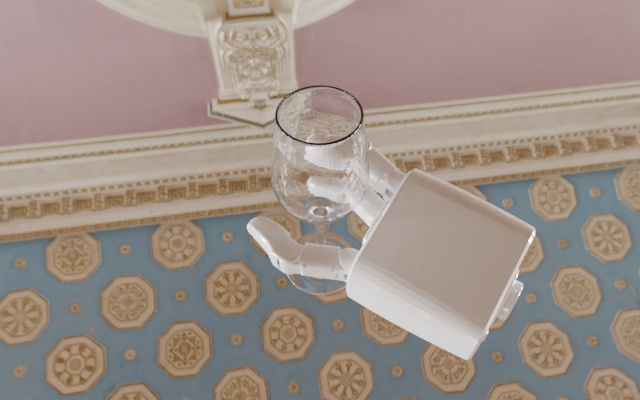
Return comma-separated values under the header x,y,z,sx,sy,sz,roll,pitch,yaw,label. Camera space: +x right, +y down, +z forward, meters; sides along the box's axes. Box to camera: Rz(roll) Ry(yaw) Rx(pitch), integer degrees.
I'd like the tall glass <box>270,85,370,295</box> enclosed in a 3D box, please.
x,y,z,sx,sy,sz,roll,pitch,yaw,label
0.000,0.002,0.408,0.079,0.079,0.201,0,-38,1,tall glass
